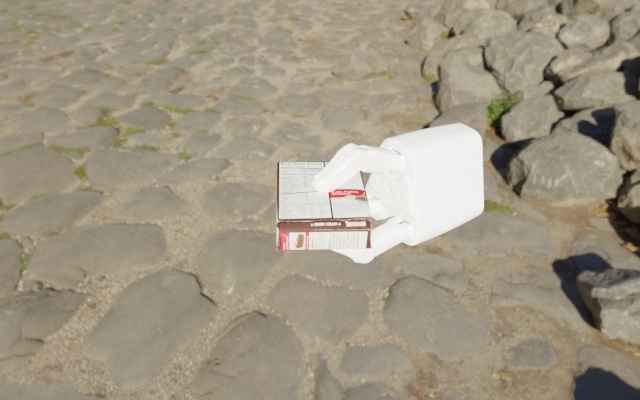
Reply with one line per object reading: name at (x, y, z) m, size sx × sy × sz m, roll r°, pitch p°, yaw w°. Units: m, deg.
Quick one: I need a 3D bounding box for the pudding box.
pudding box at (0.000, 0.001, 0.478) m, size 0.090 × 0.039 × 0.113 m, roll -2°, pitch 32°, yaw -3°
